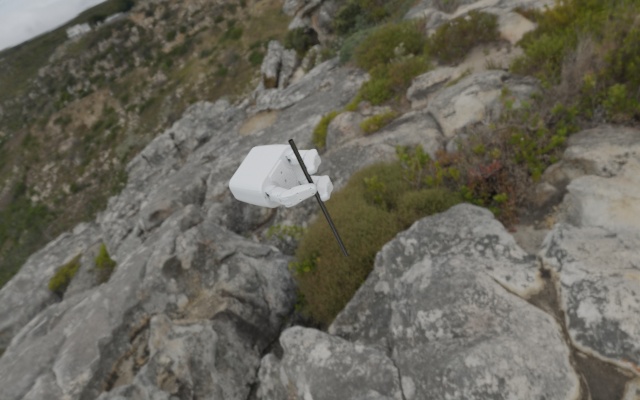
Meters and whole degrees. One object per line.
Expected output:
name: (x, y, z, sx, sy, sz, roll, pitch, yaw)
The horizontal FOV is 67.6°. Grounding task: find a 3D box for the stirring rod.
stirring rod: (0.000, 0.003, 0.794, 0.011, 0.240, 0.011, -20, 28, 11)
